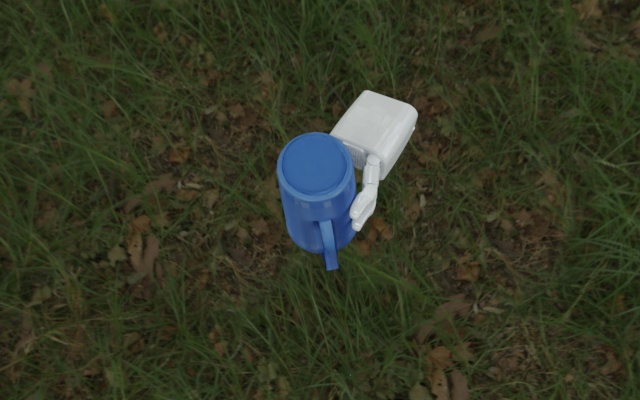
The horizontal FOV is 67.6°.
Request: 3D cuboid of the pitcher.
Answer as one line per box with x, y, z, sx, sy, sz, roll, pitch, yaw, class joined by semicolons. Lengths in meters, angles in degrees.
0.000;0.002;0.764;0.149;0.145;0.243;34;-15;14;pitcher
